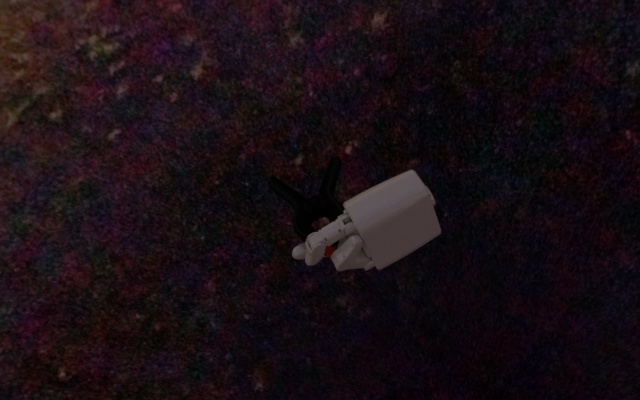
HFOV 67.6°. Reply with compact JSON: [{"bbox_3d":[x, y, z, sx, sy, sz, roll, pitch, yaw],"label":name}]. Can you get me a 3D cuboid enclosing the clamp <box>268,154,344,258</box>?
[{"bbox_3d":[0.000,0.002,0.718,0.120,0.171,0.039,-29,-33,1],"label":"clamp"}]
